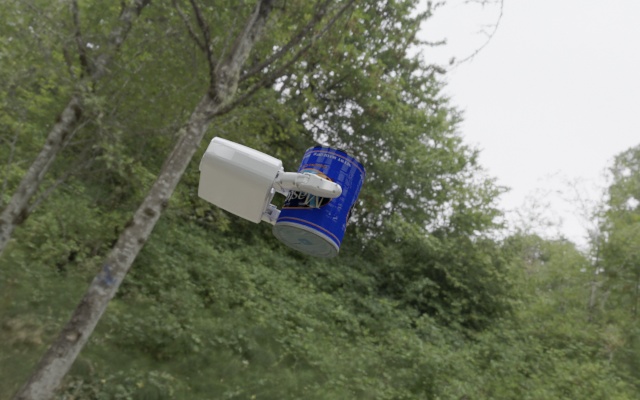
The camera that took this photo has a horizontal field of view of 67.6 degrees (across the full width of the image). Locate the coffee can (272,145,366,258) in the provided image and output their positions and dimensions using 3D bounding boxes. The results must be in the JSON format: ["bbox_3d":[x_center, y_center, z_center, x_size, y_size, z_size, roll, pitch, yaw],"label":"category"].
[{"bbox_3d":[0.000,0.003,0.724,0.103,0.140,0.103,18,-24,8],"label":"coffee can"}]
